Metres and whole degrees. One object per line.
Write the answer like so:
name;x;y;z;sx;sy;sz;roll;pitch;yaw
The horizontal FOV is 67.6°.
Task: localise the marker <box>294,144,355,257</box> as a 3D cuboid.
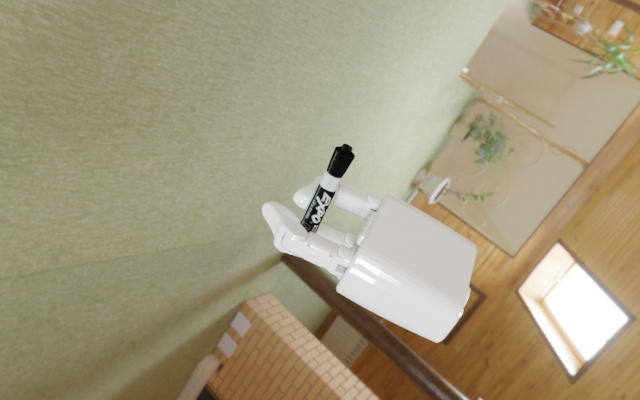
marker;0.000;0.001;0.433;0.020;0.121;0.020;19;30;-12
